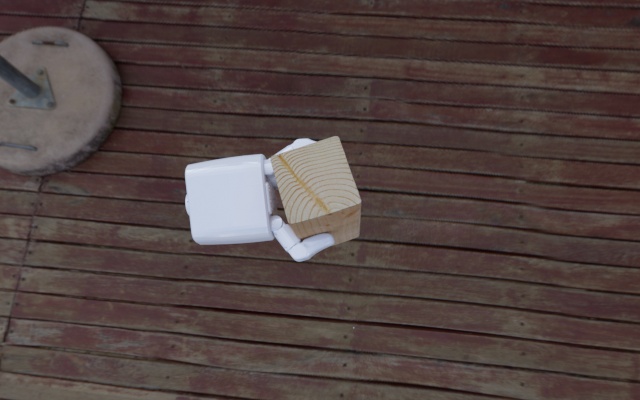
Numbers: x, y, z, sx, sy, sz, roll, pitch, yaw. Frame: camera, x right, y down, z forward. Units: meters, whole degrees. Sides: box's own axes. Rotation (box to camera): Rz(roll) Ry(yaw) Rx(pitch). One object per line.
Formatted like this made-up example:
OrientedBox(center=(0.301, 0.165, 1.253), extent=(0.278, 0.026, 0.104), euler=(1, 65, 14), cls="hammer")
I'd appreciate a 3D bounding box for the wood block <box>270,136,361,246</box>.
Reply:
OrientedBox(center=(0.000, 0.003, 0.658), extent=(0.090, 0.090, 0.206), euler=(-17, -15, -1), cls="wood block")
